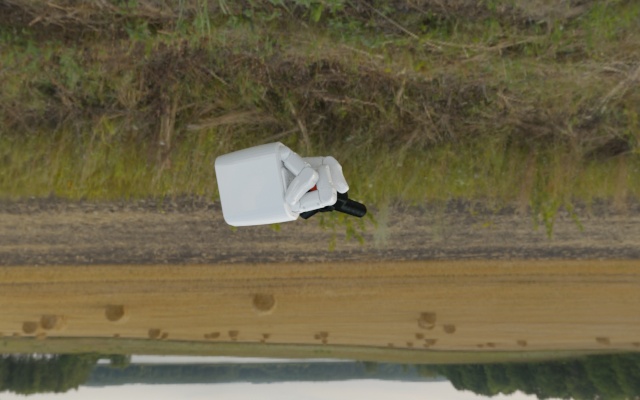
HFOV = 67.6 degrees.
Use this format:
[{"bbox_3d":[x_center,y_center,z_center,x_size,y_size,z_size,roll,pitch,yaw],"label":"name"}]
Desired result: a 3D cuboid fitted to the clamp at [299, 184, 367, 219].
[{"bbox_3d":[0.000,0.003,0.791,0.120,0.039,0.171,-11,-21,17],"label":"clamp"}]
